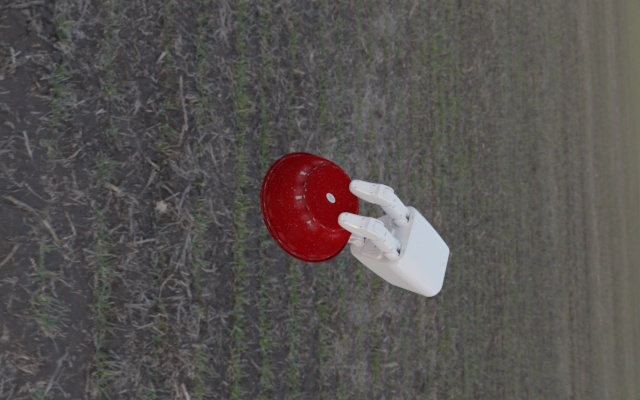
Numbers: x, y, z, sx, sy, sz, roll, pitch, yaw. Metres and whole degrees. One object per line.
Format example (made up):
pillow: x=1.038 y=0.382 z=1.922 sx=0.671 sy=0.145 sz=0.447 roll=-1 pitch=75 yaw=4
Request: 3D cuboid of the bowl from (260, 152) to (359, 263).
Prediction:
bowl: x=-0.001 y=0.002 z=0.655 sx=0.162 sy=0.162 sz=0.055 roll=0 pitch=-14 yaw=-37
